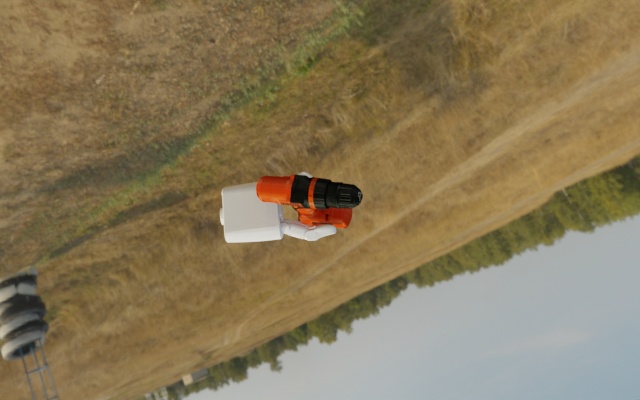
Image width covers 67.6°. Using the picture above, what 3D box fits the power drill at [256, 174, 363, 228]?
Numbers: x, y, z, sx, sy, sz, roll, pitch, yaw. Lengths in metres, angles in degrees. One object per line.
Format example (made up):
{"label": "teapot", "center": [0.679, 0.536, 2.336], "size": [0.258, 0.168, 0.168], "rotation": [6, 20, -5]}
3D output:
{"label": "power drill", "center": [0.000, 0.003, 0.855], "size": [0.184, 0.057, 0.188], "rotation": [7, -14, 19]}
